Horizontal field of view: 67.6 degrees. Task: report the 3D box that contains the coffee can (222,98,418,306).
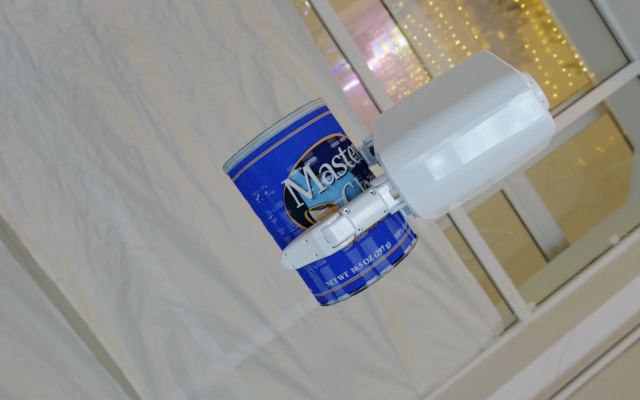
[{"bbox_3d":[0.000,0.001,0.402,0.103,0.140,0.103,-35,4,3],"label":"coffee can"}]
